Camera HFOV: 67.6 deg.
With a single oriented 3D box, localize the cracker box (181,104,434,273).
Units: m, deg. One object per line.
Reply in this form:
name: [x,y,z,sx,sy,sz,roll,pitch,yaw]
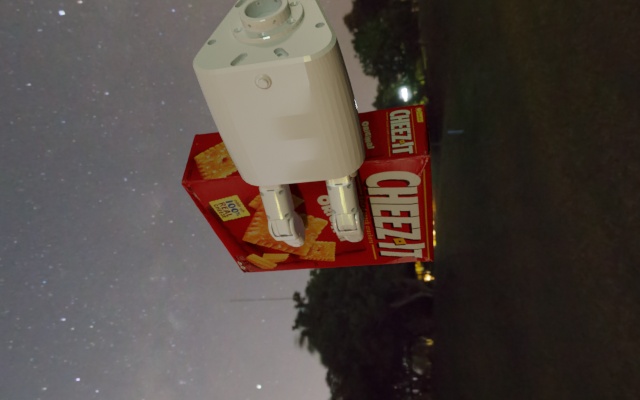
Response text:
cracker box: [0.000,0.001,0.469,0.214,0.072,0.164,-5,-38,11]
